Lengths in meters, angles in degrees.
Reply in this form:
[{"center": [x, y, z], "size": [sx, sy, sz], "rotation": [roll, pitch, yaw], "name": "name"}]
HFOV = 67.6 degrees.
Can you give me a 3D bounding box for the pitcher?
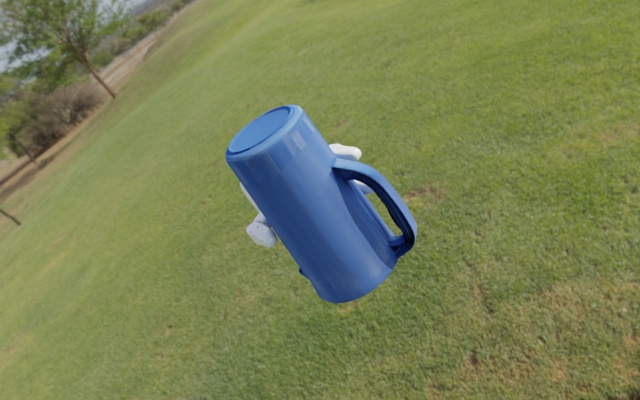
[{"center": [0.000, 0.002, 0.602], "size": [0.149, 0.243, 0.145], "rotation": [-40, 28, -9], "name": "pitcher"}]
